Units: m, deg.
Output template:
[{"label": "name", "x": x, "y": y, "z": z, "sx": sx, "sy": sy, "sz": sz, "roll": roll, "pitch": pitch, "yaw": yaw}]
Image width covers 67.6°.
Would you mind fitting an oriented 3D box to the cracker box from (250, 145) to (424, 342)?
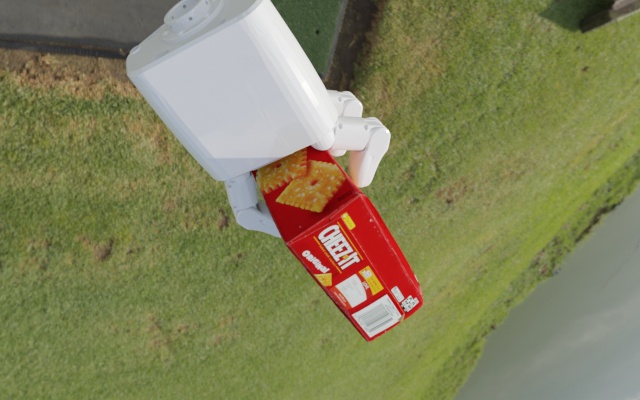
[{"label": "cracker box", "x": 0.000, "y": 0.002, "z": 0.450, "sx": 0.072, "sy": 0.164, "sz": 0.213, "roll": -33, "pitch": 42, "yaw": 2}]
